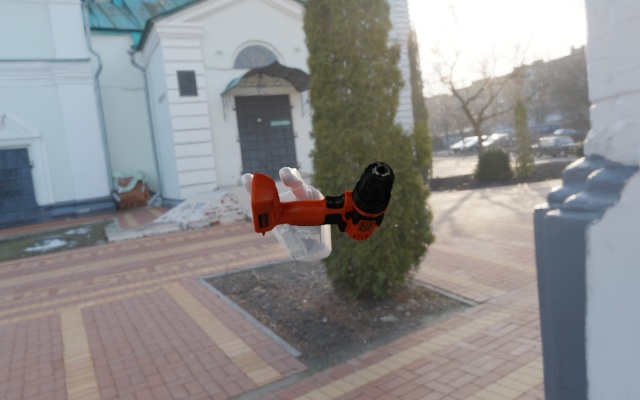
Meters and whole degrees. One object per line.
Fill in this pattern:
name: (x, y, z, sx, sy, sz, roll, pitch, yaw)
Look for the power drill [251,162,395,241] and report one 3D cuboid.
power drill: (0.000, 0.002, 0.661, 0.187, 0.057, 0.184, 4, -30, -4)
